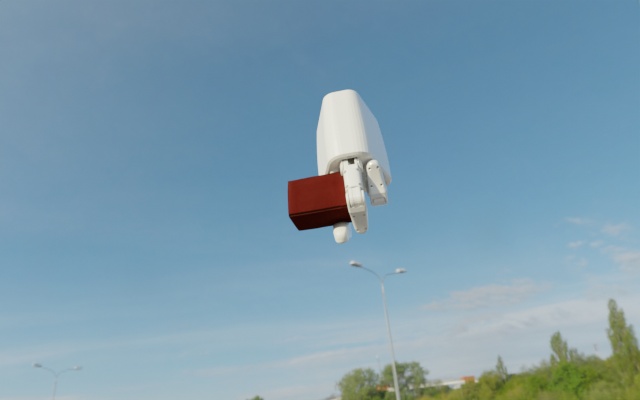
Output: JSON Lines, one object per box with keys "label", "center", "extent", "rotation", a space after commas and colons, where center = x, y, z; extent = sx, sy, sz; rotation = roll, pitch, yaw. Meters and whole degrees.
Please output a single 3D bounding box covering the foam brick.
{"label": "foam brick", "center": [0.000, 0.002, 0.623], "extent": [0.078, 0.051, 0.053], "rotation": [-10, -26, 6]}
